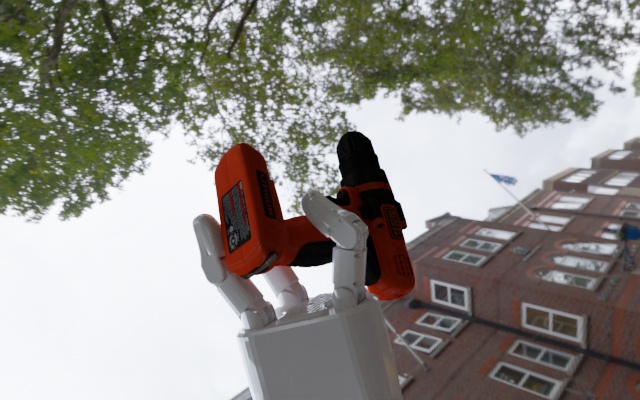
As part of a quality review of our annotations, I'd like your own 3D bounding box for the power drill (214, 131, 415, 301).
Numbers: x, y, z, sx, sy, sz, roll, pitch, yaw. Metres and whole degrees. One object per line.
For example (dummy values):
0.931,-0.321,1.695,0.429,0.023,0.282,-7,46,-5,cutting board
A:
0.000,0.002,0.440,0.187,0.184,0.057,7,-33,-38,power drill
